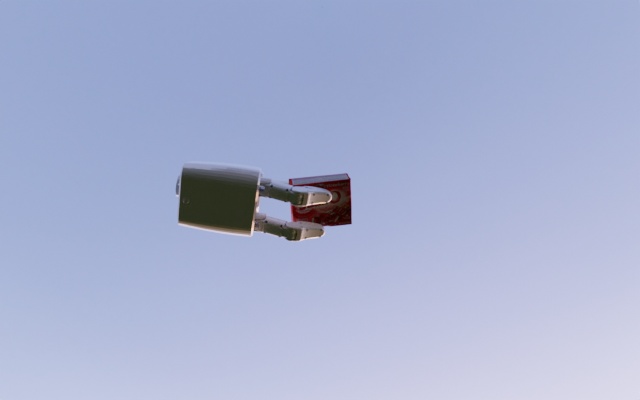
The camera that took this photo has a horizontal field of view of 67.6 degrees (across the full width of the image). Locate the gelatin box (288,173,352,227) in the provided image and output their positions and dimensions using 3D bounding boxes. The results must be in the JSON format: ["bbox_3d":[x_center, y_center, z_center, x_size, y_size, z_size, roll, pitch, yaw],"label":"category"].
[{"bbox_3d":[0.000,0.002,0.696,0.089,0.073,0.030,-6,24,-7],"label":"gelatin box"}]
